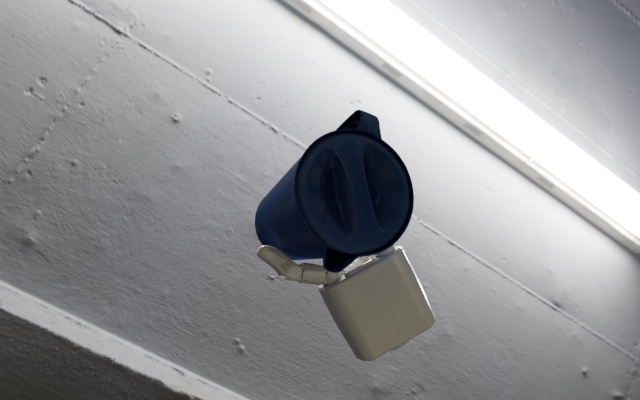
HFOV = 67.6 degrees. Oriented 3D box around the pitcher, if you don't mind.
[{"bbox_3d":[0.000,0.002,0.591,0.149,0.145,0.243,-30,1,-24],"label":"pitcher"}]
